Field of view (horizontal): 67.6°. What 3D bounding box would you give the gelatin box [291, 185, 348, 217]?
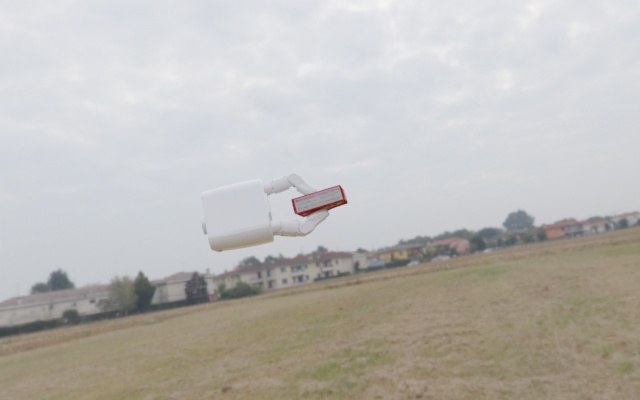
[{"bbox_3d":[0.000,0.002,0.828,0.089,0.030,0.073,-18,-8,6],"label":"gelatin box"}]
